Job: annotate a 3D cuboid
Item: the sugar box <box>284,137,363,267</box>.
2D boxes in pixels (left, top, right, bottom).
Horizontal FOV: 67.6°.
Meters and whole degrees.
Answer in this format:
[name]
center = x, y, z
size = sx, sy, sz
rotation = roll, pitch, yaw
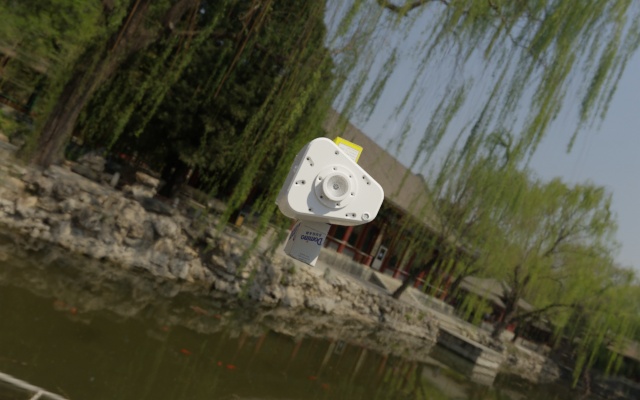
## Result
[sugar box]
center = 0.000, 0.002, 0.686
size = 0.048, 0.176, 0.093
rotation = 25, -5, -7
